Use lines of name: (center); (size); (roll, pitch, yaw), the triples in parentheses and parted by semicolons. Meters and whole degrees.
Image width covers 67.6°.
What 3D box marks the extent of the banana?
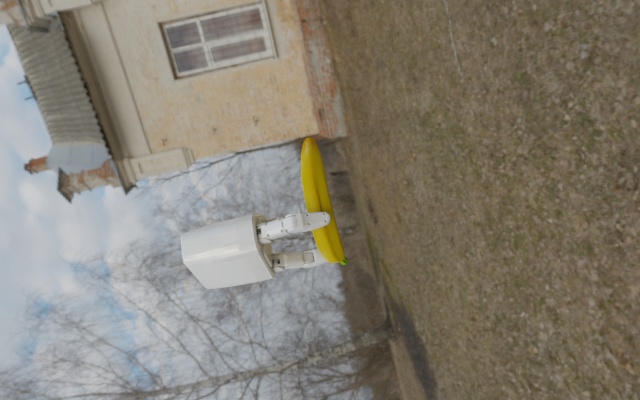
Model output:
banana: (0.000, 0.008, 0.682); (0.037, 0.198, 0.069); (-13, 7, 5)
